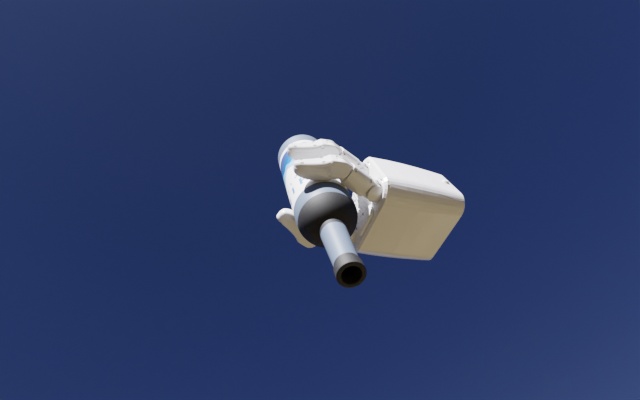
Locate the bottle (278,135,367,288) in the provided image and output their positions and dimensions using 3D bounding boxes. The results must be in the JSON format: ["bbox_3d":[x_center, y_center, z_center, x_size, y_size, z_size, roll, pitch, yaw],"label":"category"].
[{"bbox_3d":[0.000,0.002,0.543,0.069,0.069,0.295,0,25,-12],"label":"bottle"}]
